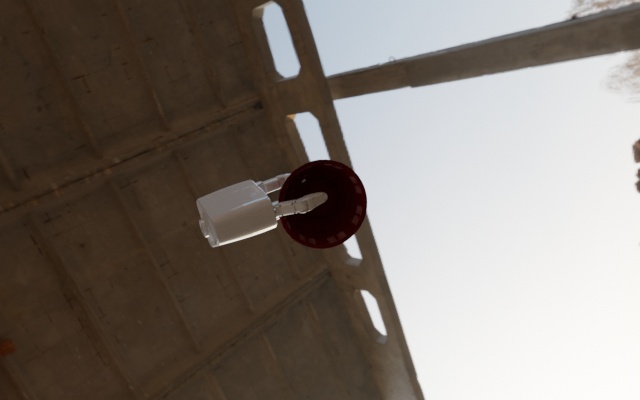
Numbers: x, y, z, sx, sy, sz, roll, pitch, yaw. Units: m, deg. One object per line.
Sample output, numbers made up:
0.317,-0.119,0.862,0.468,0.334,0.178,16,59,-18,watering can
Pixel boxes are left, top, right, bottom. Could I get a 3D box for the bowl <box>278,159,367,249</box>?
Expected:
0.001,0.003,0.864,0.162,0.162,0.055,0,12,-11,bowl
